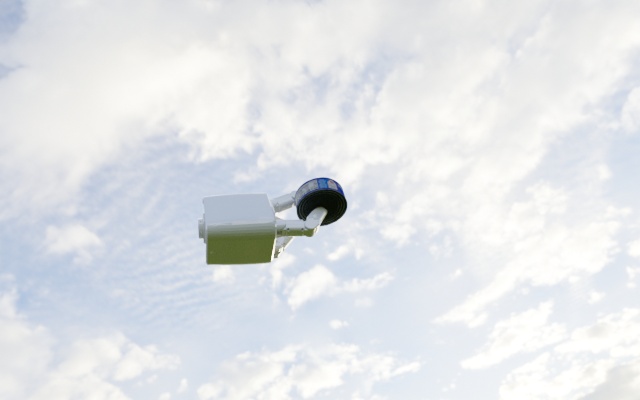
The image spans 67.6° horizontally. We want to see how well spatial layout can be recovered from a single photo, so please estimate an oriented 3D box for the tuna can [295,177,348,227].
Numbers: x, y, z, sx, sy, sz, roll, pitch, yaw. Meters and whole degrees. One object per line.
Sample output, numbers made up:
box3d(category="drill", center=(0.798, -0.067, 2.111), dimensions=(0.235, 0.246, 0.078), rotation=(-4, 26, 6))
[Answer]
box3d(category="tuna can", center=(0.000, 0.002, 0.798), dimensions=(0.086, 0.086, 0.033), rotation=(0, 44, -13))
